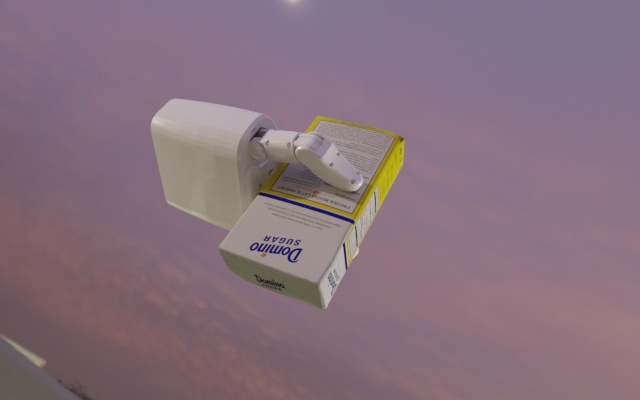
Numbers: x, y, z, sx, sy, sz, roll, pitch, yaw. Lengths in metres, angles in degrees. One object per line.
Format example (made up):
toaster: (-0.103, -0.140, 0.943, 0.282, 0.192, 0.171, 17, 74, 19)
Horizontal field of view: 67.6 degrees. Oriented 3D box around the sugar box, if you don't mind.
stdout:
sugar box: (0.000, 0.002, 0.420, 0.093, 0.176, 0.048, 17, -35, 23)
